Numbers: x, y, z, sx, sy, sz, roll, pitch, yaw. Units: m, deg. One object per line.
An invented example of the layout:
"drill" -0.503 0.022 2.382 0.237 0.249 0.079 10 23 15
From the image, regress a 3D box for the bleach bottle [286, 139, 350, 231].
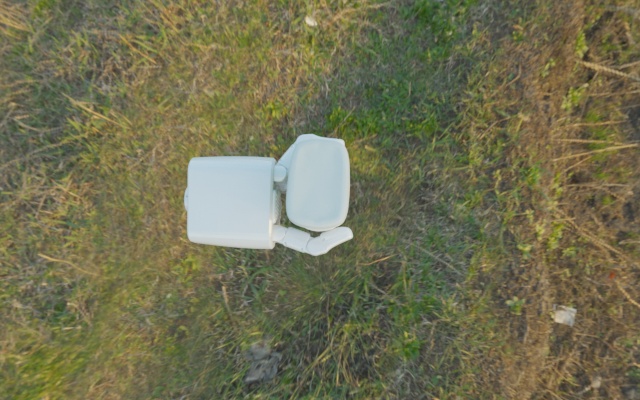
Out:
"bleach bottle" 0.000 0.002 0.631 0.068 0.102 0.251 4 -11 2
